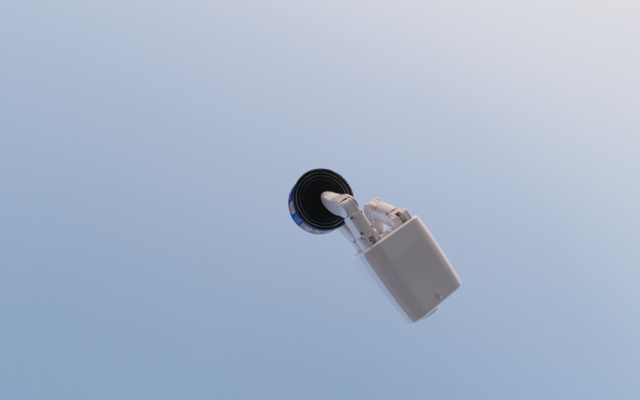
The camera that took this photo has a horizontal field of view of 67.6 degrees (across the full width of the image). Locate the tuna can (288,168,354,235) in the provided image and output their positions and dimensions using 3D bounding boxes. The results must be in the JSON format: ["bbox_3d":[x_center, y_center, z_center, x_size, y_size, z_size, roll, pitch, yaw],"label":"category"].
[{"bbox_3d":[0.000,0.002,0.646,0.086,0.086,0.034,0,-15,-18],"label":"tuna can"}]
